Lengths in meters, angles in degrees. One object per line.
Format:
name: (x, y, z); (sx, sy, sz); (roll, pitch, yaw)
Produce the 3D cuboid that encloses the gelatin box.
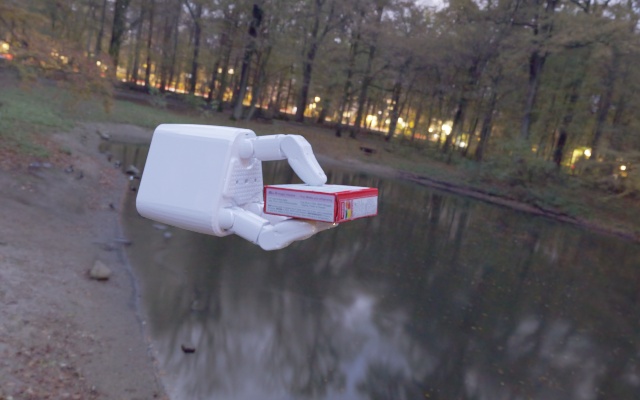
gelatin box: (0.000, 0.001, 0.464); (0.089, 0.030, 0.073); (6, 7, 36)
